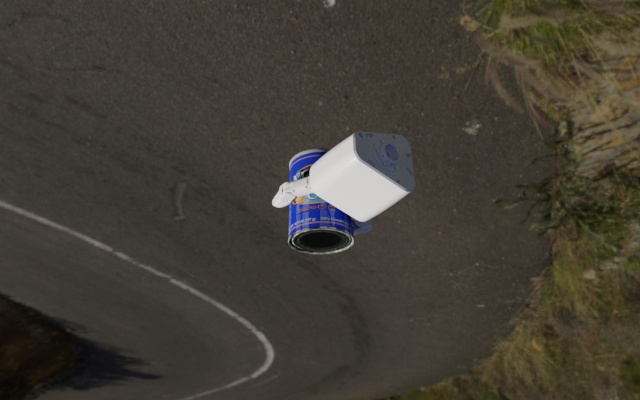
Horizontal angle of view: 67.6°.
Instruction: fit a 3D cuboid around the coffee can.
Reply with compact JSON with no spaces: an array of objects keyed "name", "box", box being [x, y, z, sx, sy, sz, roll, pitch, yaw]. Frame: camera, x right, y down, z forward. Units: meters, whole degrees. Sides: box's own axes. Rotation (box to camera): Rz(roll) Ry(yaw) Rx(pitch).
[{"name":"coffee can","box":[0.000,0.002,0.765,0.103,0.140,0.103,-1,-27,0]}]
